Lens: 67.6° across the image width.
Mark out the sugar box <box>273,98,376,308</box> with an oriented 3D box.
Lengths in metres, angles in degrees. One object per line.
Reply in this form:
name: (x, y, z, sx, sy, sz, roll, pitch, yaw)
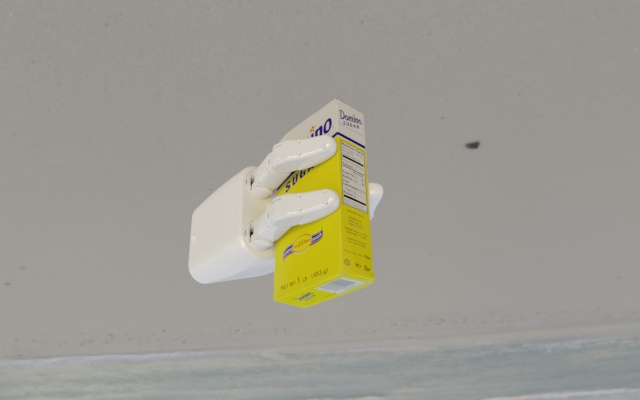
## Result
sugar box: (0.000, 0.001, 0.446, 0.048, 0.176, 0.093, 20, -35, -38)
